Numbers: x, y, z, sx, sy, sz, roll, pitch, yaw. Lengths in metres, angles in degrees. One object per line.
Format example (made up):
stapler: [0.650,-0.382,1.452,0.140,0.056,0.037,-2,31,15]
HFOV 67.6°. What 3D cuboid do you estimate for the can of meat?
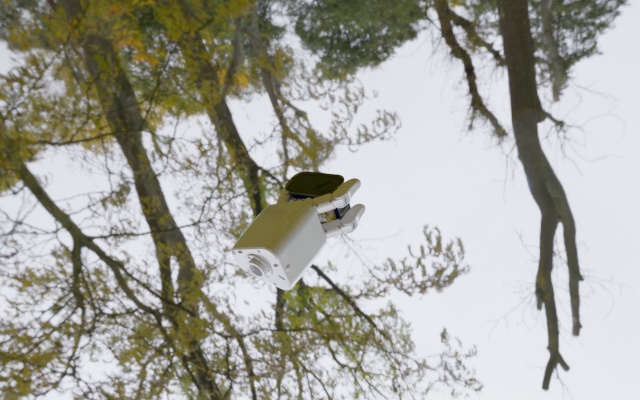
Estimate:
can of meat: [0.000,0.003,0.811,0.102,0.084,0.057,7,43,32]
